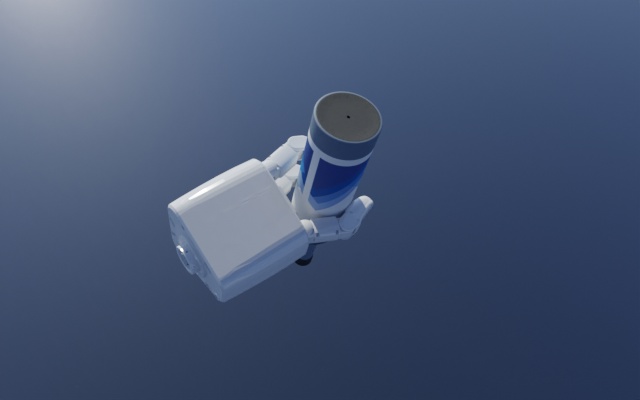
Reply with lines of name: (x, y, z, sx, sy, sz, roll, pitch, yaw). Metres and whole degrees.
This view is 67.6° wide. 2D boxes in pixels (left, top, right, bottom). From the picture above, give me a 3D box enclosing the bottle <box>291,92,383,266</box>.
bottle: (0.000, 0.002, 0.566, 0.069, 0.069, 0.296, 0, -33, -12)
